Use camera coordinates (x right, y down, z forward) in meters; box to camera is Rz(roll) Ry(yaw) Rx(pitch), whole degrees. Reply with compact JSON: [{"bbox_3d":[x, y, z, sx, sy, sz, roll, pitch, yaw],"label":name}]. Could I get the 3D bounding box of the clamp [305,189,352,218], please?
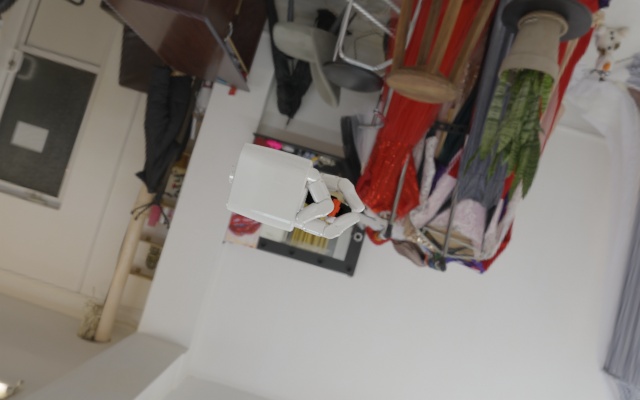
[{"bbox_3d":[0.000,0.003,0.803,0.120,0.039,0.171,18,-3,0],"label":"clamp"}]
